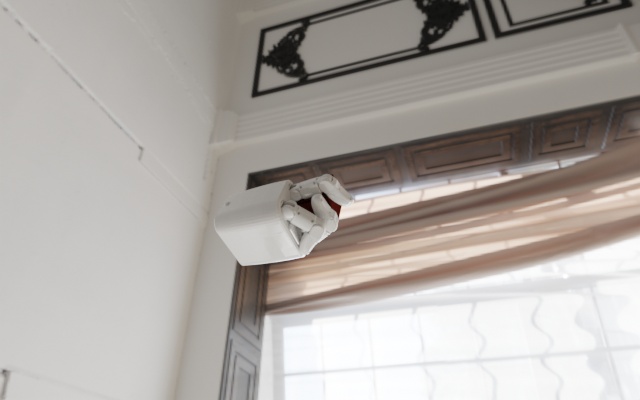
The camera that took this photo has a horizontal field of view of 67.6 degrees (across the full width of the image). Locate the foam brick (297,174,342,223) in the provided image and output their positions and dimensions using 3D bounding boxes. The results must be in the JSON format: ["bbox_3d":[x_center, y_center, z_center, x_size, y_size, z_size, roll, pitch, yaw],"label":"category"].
[{"bbox_3d":[0.000,0.002,0.748,0.051,0.053,0.078,-14,25,17],"label":"foam brick"}]
